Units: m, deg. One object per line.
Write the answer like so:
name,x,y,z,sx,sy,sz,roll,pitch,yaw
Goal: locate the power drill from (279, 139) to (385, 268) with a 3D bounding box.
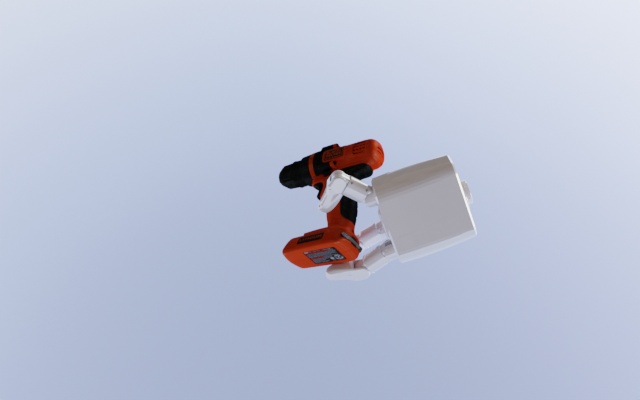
power drill,0.000,0.003,0.697,0.184,0.187,0.057,-15,-40,34
